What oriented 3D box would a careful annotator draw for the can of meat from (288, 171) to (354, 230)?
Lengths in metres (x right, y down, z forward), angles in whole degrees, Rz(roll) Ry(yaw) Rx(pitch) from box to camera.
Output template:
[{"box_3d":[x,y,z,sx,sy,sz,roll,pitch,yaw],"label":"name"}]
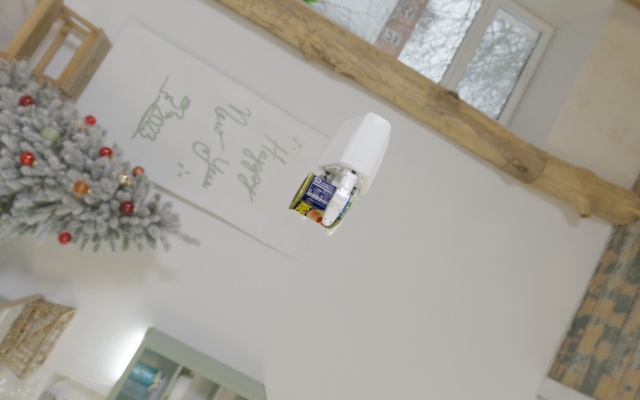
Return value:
[{"box_3d":[0.000,0.003,0.811,0.084,0.057,0.102,29,-18,-6],"label":"can of meat"}]
